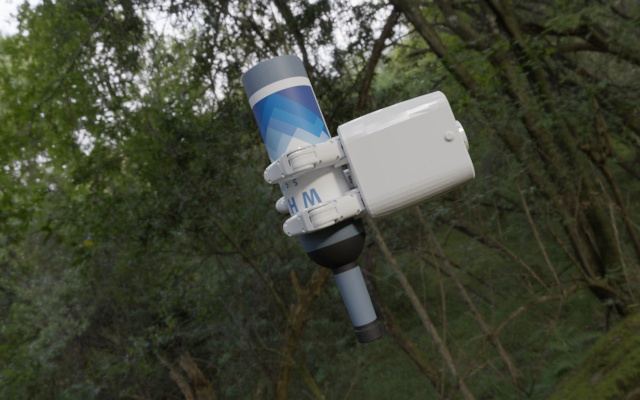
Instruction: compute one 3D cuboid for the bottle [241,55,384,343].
[{"bbox_3d":[0.000,0.001,0.491,0.069,0.295,0.069,-20,-3,-1],"label":"bottle"}]
